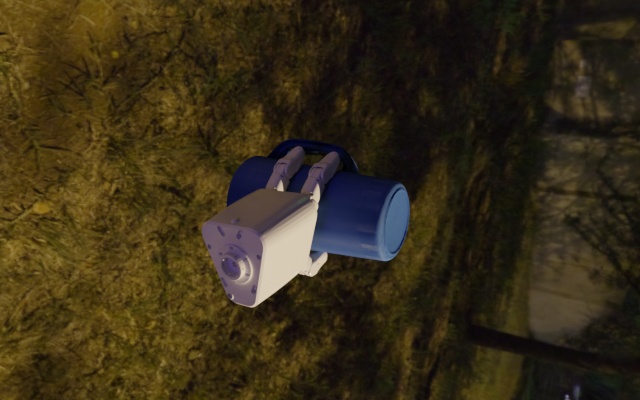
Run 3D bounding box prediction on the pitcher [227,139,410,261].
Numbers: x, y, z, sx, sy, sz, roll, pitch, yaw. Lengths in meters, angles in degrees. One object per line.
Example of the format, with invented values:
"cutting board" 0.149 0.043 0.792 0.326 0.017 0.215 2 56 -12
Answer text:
"pitcher" 0.000 0.002 0.687 0.243 0.149 0.145 9 24 29
